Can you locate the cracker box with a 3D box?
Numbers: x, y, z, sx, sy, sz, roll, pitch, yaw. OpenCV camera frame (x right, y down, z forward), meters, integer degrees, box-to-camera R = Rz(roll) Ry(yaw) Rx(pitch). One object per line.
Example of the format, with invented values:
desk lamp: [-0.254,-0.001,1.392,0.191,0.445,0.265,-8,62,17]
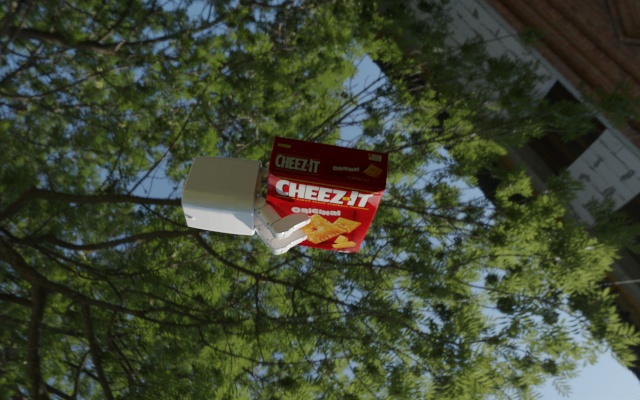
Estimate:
cracker box: [0.000,0.002,0.741,0.164,0.072,0.214,8,-30,-3]
